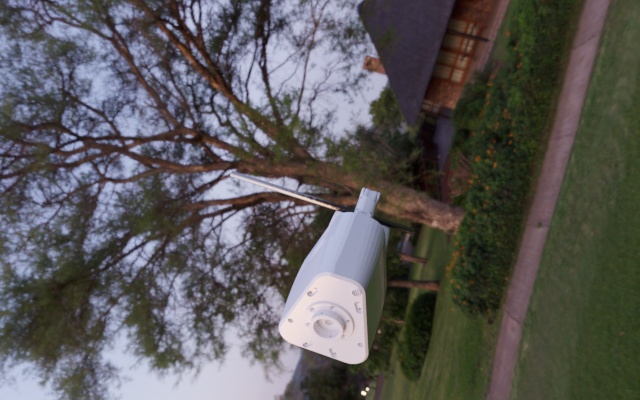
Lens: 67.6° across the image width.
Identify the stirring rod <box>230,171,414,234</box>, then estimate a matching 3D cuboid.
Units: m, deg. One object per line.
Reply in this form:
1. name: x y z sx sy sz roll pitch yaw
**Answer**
1. stirring rod: 0.000 0.002 0.600 0.239 0.011 0.011 18 2 6
